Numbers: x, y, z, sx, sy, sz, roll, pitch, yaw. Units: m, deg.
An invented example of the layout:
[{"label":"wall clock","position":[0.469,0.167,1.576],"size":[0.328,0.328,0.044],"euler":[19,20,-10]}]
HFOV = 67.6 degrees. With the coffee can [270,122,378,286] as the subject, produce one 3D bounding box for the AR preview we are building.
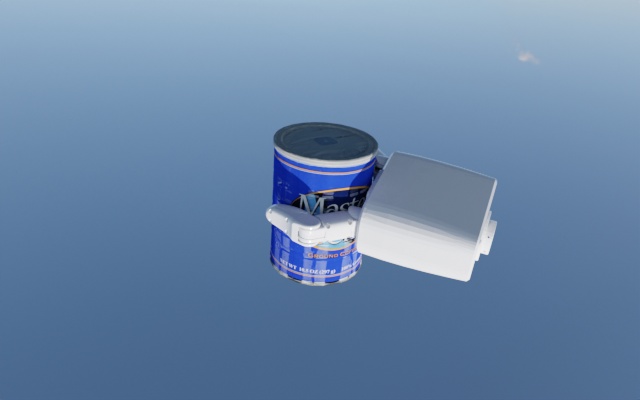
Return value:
[{"label":"coffee can","position":[0.000,0.001,0.498],"size":[0.103,0.140,0.102],"euler":[4,28,-2]}]
